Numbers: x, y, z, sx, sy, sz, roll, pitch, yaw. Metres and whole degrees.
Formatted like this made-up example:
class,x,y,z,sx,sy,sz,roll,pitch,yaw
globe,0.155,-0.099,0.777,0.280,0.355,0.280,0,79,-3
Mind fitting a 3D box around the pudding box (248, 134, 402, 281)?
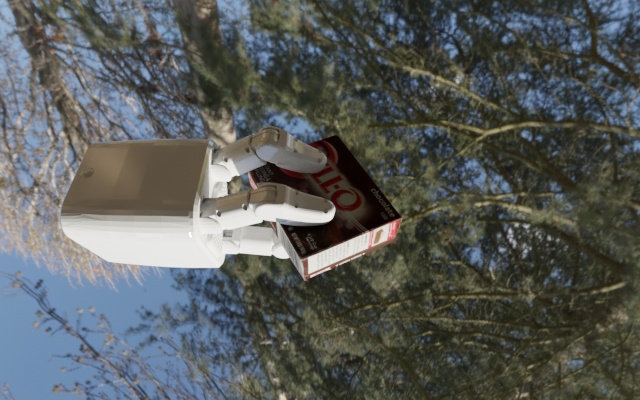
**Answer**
class,x,y,z,sx,sy,sz,roll,pitch,yaw
pudding box,0.000,0.001,0.405,0.090,0.113,0.039,-22,-35,-17
